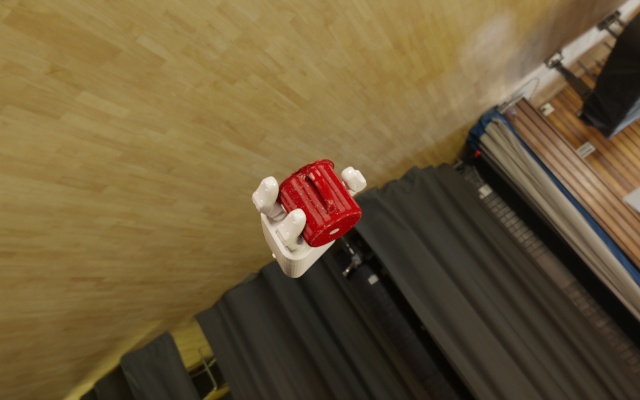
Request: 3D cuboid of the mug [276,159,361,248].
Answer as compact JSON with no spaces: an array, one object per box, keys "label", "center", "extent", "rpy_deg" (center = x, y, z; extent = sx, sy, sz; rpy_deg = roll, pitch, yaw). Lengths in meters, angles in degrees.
[{"label":"mug","center":[0.000,0.002,0.606],"extent":[0.093,0.081,0.117],"rpy_deg":[-28,-19,-15]}]
